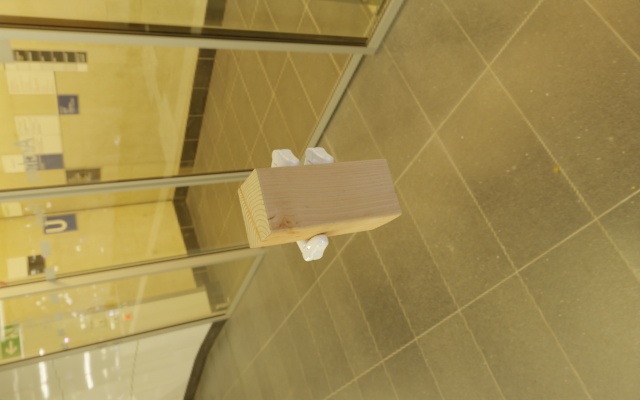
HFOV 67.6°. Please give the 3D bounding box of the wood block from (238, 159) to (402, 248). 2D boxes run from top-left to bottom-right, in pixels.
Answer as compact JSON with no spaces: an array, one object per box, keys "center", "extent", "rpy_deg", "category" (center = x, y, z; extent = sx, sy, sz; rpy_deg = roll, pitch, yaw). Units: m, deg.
[{"center":[0.000,0.003,0.686],"extent":[0.206,0.090,0.090],"rpy_deg":[-7,-15,-28],"category":"wood block"}]
